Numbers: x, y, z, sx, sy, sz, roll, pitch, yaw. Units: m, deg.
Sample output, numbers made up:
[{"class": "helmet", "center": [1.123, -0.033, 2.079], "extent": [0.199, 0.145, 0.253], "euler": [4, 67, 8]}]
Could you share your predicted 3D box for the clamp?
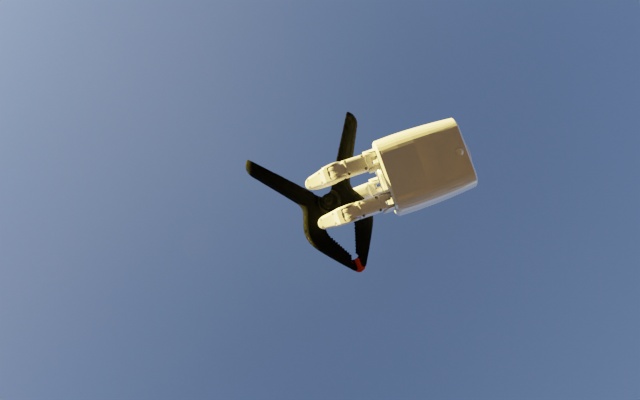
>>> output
[{"class": "clamp", "center": [0.001, 0.003, 0.643], "extent": [0.164, 0.210, 0.036], "euler": [-19, -7, 3]}]
